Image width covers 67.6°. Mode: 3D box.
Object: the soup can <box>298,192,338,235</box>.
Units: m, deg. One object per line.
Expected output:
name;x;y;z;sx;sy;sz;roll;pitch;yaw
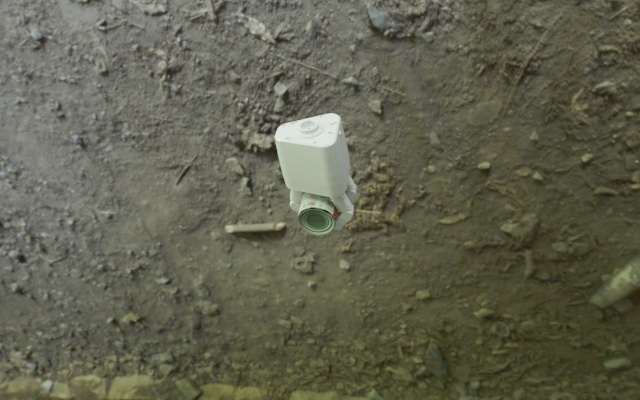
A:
soup can;0.000;0.003;0.857;0.068;0.069;0.102;0;44;11
